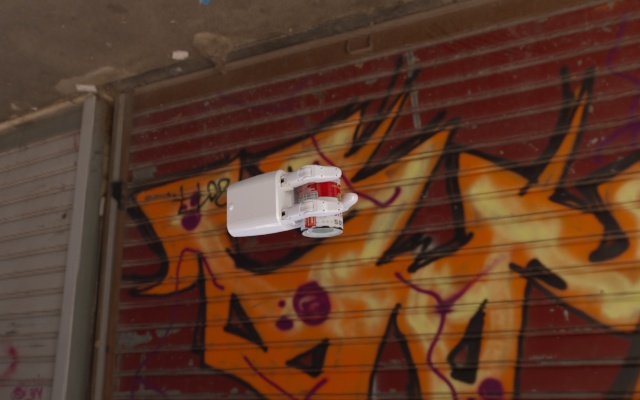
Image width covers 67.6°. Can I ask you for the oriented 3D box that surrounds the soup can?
[{"bbox_3d":[0.001,0.003,0.765,0.068,0.102,0.068,-3,-16,-1],"label":"soup can"}]
